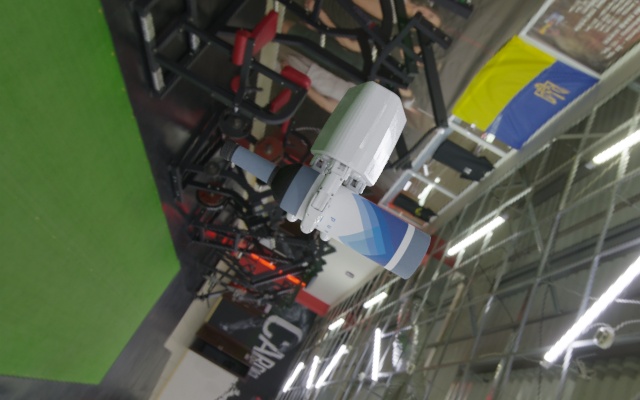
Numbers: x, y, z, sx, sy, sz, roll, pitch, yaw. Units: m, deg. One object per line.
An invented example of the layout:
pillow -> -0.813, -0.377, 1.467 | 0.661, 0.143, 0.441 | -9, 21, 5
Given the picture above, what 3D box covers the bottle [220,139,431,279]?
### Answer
bottle -> 0.000, 0.002, 0.632 | 0.296, 0.069, 0.069 | 30, 1, 1
